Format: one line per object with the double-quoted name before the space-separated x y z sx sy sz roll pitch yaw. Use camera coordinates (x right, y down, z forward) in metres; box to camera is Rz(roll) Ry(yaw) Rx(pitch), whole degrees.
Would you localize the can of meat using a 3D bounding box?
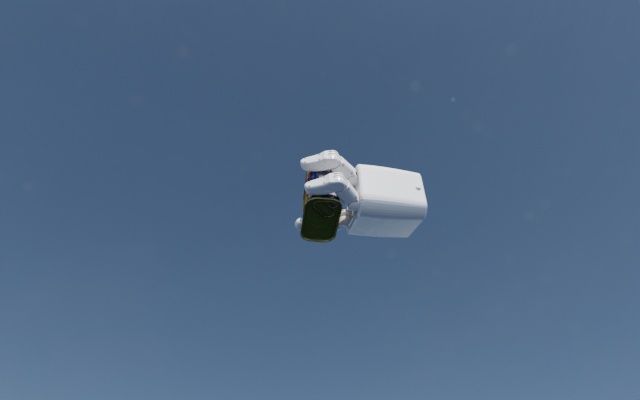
"can of meat" 0.000 0.002 0.764 0.057 0.083 0.102 5 -44 -6
